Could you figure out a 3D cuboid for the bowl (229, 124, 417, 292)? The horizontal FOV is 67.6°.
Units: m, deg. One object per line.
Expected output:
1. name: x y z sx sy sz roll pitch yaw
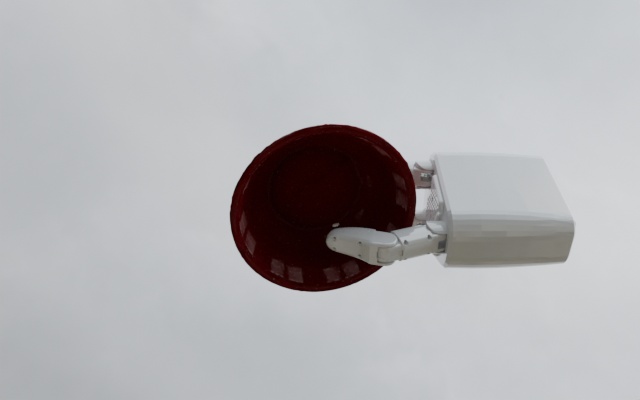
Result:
1. bowl: -0.001 0.001 0.426 0.162 0.162 0.055 0 28 -13
